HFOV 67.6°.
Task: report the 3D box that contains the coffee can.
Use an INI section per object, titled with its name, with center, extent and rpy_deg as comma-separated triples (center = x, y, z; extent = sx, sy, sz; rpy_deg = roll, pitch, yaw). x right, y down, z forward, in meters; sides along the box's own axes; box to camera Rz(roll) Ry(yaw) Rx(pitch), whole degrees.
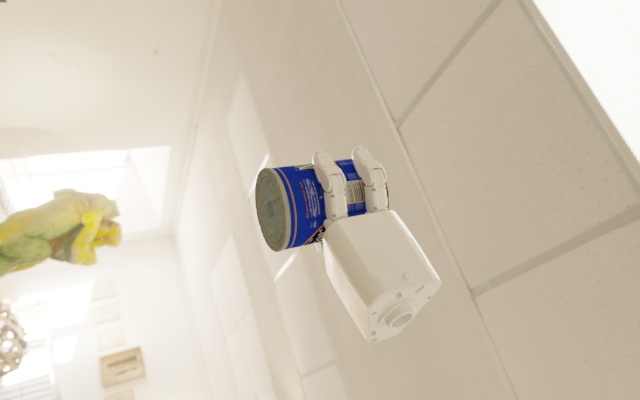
[coffee can]
center = 0.000, 0.002, 0.605
extent = 0.140, 0.103, 0.103
rpy_deg = -9, 4, -25
